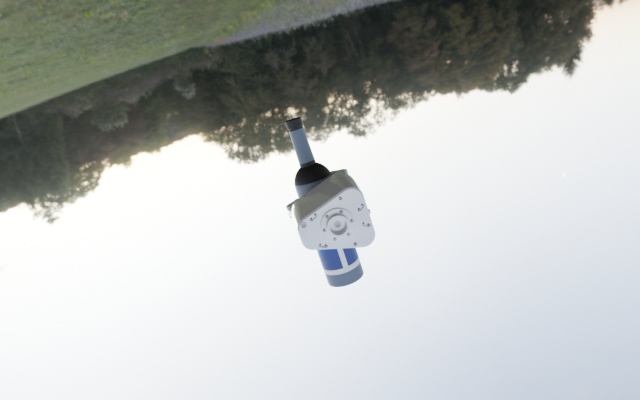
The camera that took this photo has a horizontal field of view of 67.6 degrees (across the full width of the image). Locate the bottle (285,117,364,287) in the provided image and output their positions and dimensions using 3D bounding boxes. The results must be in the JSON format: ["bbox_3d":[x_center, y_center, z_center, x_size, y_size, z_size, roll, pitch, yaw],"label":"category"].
[{"bbox_3d":[0.000,0.003,0.814,0.069,0.296,0.069,-17,15,5],"label":"bottle"}]
